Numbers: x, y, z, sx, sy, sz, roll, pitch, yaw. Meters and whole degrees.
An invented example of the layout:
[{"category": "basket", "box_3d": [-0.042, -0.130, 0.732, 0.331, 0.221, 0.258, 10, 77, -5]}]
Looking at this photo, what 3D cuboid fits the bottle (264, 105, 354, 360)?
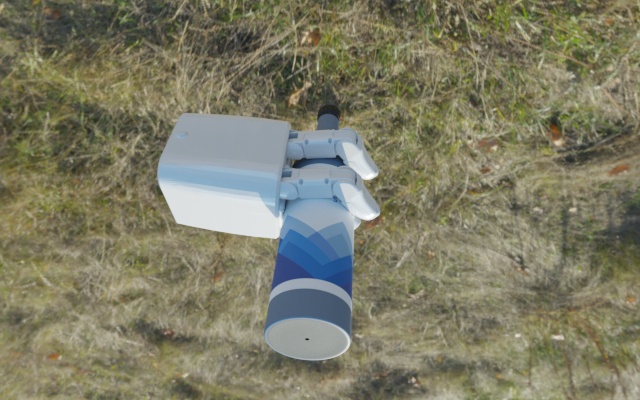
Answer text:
[{"category": "bottle", "box_3d": [0.000, 0.002, 0.464, 0.069, 0.295, 0.069, 3, -45, 3]}]
